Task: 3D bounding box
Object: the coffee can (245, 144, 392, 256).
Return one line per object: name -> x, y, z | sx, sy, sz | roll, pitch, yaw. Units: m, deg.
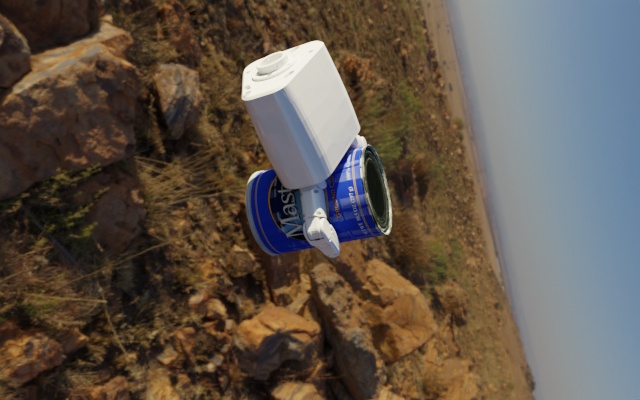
coffee can -> 0.000, 0.002, 0.549 | 0.140, 0.103, 0.103 | -12, -4, 20
